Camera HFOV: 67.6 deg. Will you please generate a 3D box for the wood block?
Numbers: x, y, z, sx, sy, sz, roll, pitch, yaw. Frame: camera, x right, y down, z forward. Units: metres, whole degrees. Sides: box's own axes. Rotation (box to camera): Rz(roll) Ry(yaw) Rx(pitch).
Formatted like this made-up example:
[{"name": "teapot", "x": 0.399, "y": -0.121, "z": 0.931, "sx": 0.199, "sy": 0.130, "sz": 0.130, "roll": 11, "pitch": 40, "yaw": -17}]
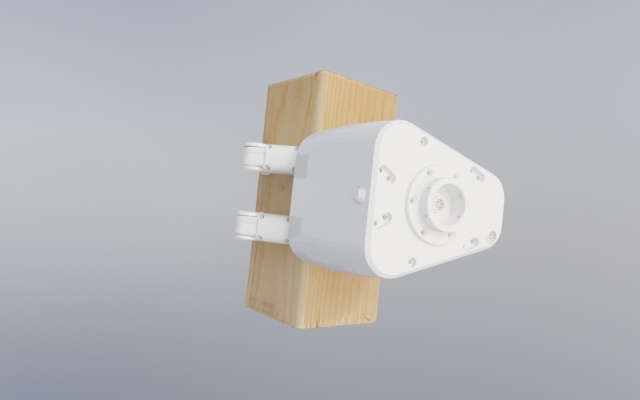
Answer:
[{"name": "wood block", "x": 0.001, "y": 0.001, "z": 0.437, "sx": 0.091, "sy": 0.206, "sz": 0.090, "roll": 8, "pitch": -2, "yaw": -38}]
